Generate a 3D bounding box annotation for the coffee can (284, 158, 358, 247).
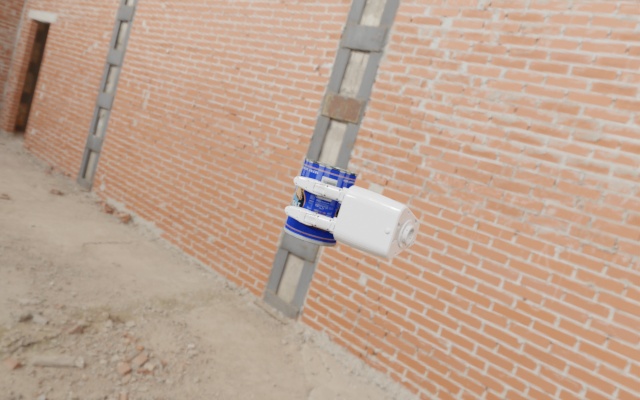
[{"bbox_3d":[0.000,0.003,0.887,0.103,0.140,0.103,17,6,-2],"label":"coffee can"}]
